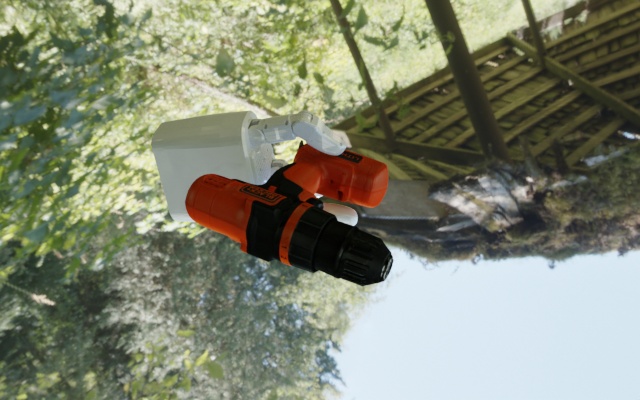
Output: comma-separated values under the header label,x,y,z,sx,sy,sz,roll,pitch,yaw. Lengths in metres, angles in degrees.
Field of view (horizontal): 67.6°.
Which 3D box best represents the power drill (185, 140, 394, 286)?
label,x,y,z,sx,sy,sz,roll,pitch,yaw
power drill,0.000,0.001,0.446,0.184,0.057,0.187,21,25,19
